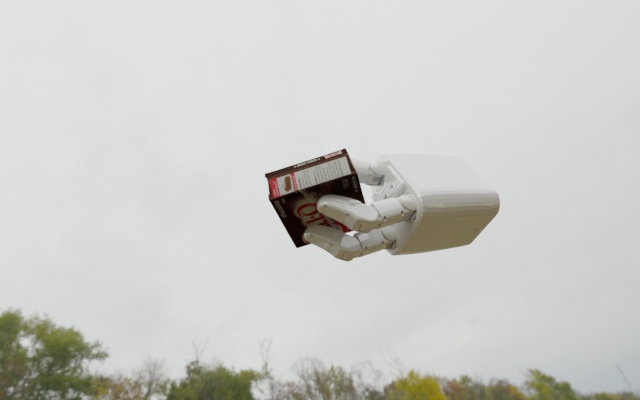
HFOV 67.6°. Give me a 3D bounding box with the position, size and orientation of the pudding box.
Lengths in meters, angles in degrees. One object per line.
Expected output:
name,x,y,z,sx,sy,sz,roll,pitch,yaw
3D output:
pudding box,0.000,0.002,0.508,0.090,0.039,0.114,-18,-35,3
